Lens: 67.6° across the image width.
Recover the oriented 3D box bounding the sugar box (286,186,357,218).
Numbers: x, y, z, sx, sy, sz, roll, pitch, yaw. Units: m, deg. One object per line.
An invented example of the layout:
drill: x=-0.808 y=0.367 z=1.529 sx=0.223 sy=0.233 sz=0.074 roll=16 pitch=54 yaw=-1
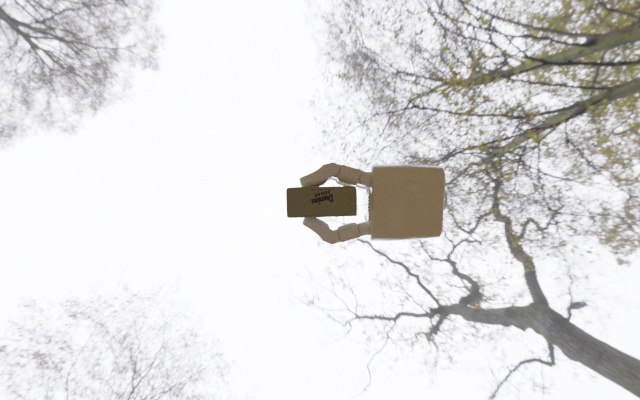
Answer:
sugar box: x=0.000 y=0.002 z=0.693 sx=0.093 sy=0.048 sz=0.176 roll=-1 pitch=-3 yaw=-2
